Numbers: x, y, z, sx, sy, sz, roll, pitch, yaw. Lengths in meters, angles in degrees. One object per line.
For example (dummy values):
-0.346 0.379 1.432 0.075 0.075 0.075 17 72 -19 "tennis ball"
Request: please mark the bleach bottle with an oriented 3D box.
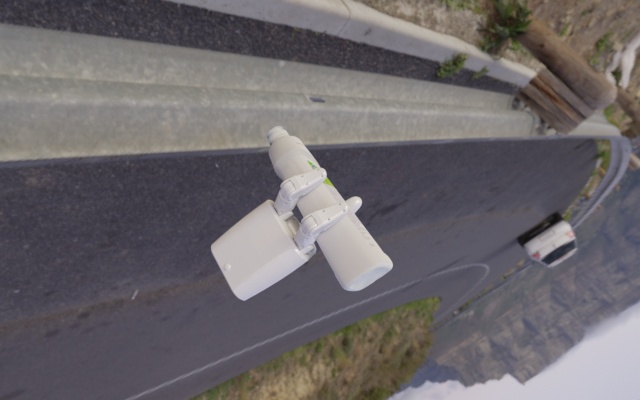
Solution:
0.000 0.002 0.661 0.068 0.250 0.102 -36 -20 8 "bleach bottle"
